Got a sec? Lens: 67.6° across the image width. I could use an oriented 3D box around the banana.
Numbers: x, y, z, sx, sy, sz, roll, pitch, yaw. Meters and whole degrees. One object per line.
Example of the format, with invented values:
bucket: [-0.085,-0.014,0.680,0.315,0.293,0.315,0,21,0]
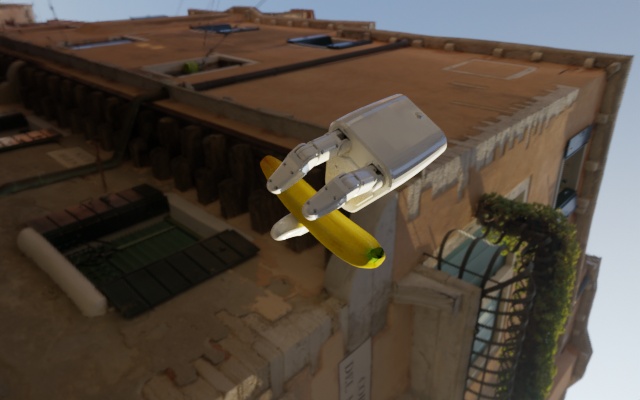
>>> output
banana: [0.005,0.016,0.505,0.037,0.070,0.197,-35,49,-21]
